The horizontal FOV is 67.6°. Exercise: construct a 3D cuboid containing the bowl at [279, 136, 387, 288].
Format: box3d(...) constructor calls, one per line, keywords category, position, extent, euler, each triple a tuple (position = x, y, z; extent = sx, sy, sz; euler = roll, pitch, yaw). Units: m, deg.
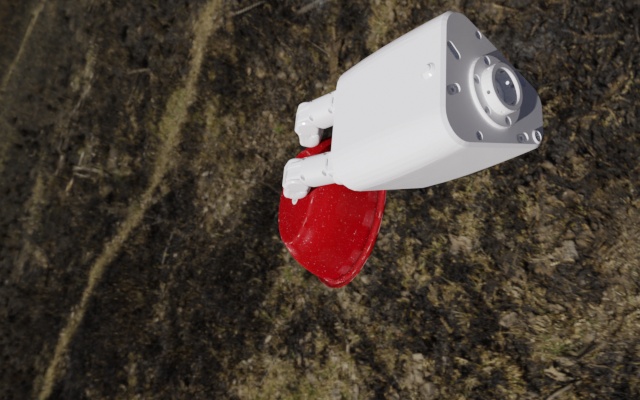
box3d(category="bowl", position=(-0.001, 0.002, 0.468), extent=(0.055, 0.162, 0.162), euler=(12, -4, -22))
